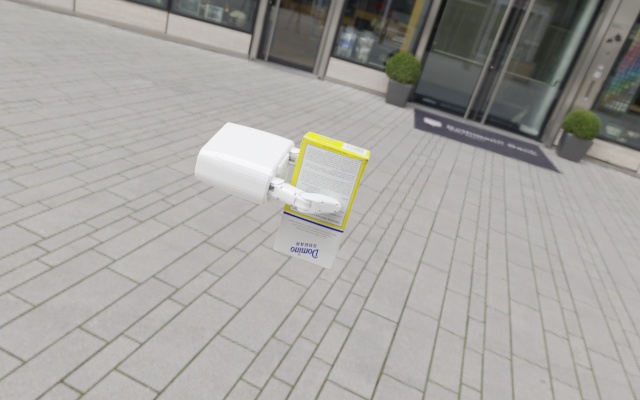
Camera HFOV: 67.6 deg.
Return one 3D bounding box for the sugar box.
[{"bbox_3d":[0.000,0.002,0.677,0.093,0.176,0.048,19,23,5],"label":"sugar box"}]
